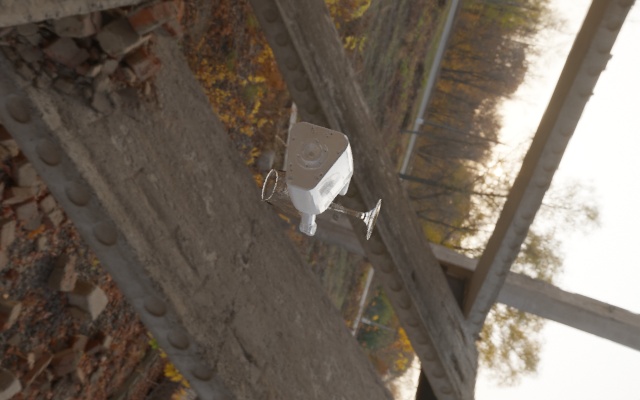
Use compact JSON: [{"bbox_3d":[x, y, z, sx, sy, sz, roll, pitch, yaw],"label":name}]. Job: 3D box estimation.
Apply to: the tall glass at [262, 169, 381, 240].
[{"bbox_3d":[0.001,0.003,0.845,0.201,0.079,0.079,18,4,11],"label":"tall glass"}]
